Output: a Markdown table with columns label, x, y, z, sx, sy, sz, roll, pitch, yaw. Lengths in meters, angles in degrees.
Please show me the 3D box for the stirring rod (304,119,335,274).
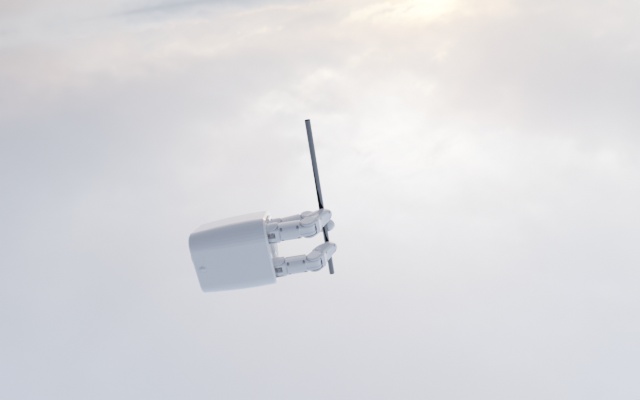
| label | x | y | z | sx | sy | sz | roll | pitch | yaw |
| --- | --- | --- | --- | --- | --- | --- | --- | --- | --- |
| stirring rod | 0.000 | 0.002 | 0.678 | 0.011 | 0.240 | 0.011 | -8 | 24 | 3 |
